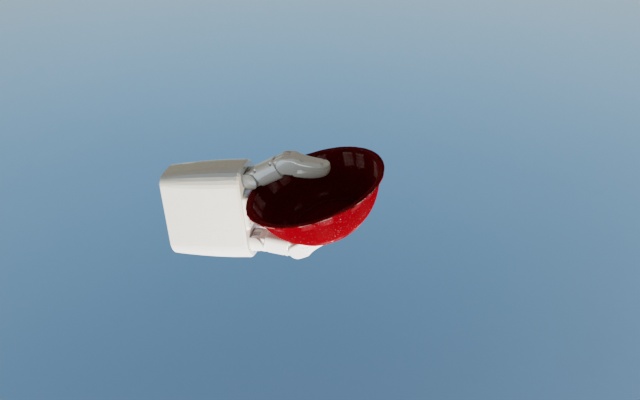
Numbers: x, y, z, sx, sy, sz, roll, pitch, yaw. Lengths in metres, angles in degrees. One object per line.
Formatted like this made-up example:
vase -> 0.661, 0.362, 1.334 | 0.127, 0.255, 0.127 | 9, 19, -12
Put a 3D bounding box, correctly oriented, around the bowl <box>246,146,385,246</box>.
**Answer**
bowl -> 0.001, 0.002, 0.541 | 0.162, 0.055, 0.162 | -16, 30, 9
